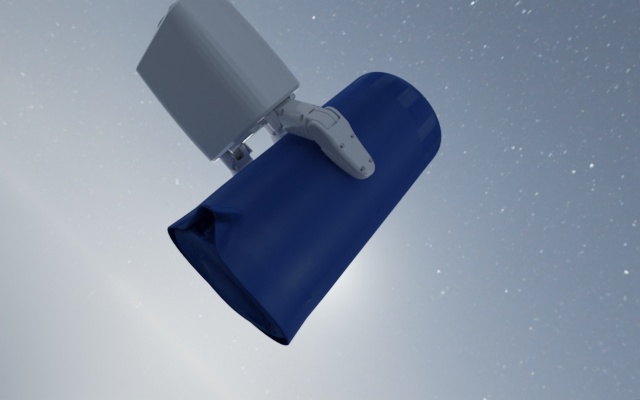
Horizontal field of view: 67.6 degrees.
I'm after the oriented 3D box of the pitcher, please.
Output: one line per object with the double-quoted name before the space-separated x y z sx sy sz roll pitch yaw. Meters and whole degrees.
"pitcher" 0.000 0.001 0.432 0.242 0.145 0.149 -45 10 -23
